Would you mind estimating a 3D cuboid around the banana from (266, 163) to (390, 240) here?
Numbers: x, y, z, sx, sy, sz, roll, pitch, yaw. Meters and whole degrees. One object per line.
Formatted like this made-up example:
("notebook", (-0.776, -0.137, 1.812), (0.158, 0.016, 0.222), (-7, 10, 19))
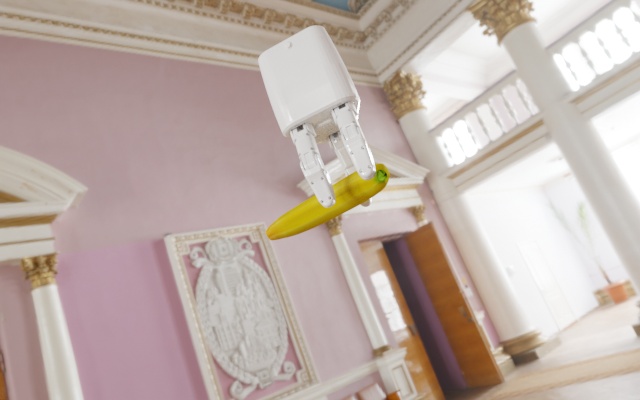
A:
("banana", (0.014, -0.001, 0.580), (0.198, 0.037, 0.069), (-31, -15, 37))
